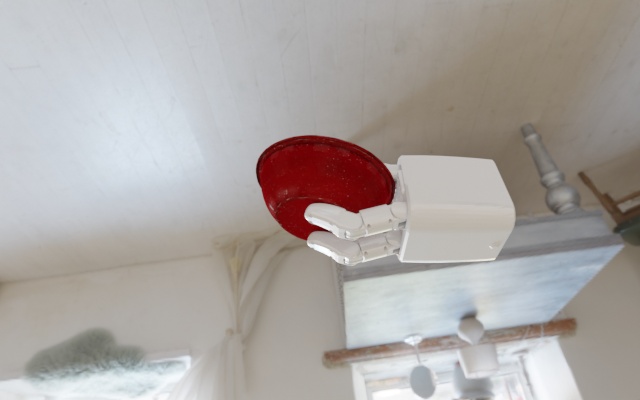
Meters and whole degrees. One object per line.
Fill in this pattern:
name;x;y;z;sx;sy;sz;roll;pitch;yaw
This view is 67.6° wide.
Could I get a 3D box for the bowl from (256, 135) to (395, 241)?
bowl;-0.001;0.002;0.533;0.162;0.055;0.162;9;-34;6
